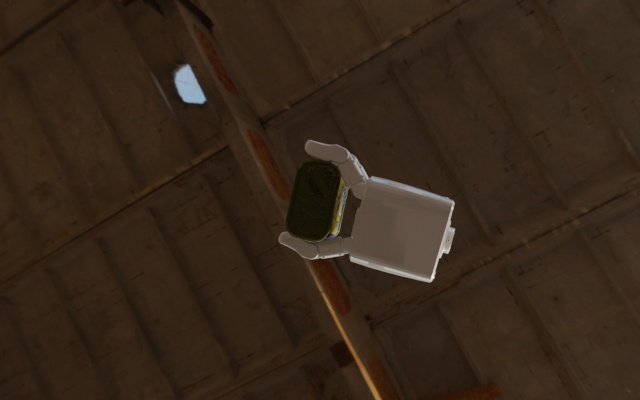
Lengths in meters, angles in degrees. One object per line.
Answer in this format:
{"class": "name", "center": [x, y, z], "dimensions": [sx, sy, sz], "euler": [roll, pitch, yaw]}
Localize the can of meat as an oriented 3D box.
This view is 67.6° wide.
{"class": "can of meat", "center": [0.000, 0.002, 0.633], "dimensions": [0.057, 0.102, 0.084], "euler": [12, -1, 14]}
